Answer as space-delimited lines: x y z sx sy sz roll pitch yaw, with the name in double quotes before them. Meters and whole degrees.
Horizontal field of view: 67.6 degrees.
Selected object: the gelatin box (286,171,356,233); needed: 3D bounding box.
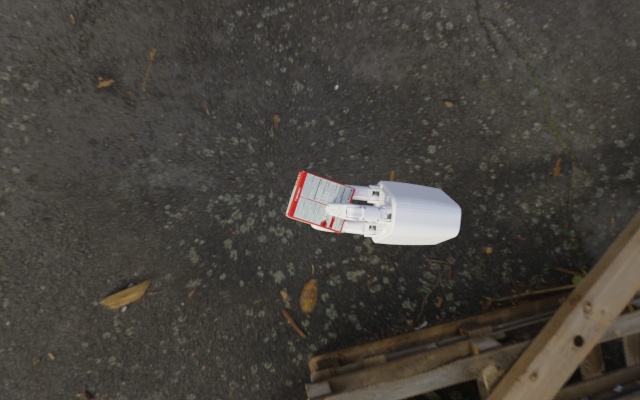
"gelatin box" 0.000 0.002 0.728 0.089 0.073 0.030 18 -1 -13
